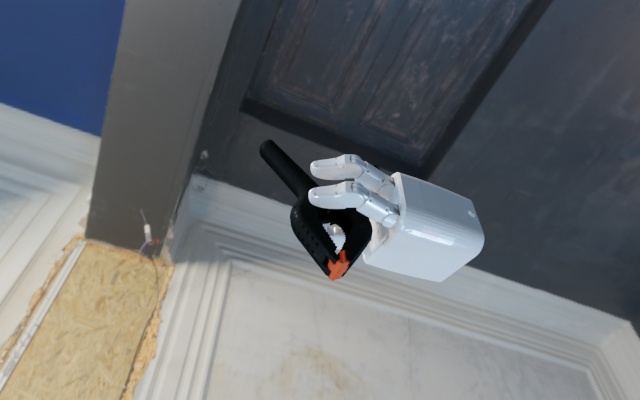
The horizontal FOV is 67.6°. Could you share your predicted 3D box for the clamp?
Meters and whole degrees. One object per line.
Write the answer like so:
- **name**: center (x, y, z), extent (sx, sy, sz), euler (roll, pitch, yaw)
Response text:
- **clamp**: center (0.000, 0.003, 0.554), extent (0.164, 0.036, 0.209), euler (15, 37, -10)
